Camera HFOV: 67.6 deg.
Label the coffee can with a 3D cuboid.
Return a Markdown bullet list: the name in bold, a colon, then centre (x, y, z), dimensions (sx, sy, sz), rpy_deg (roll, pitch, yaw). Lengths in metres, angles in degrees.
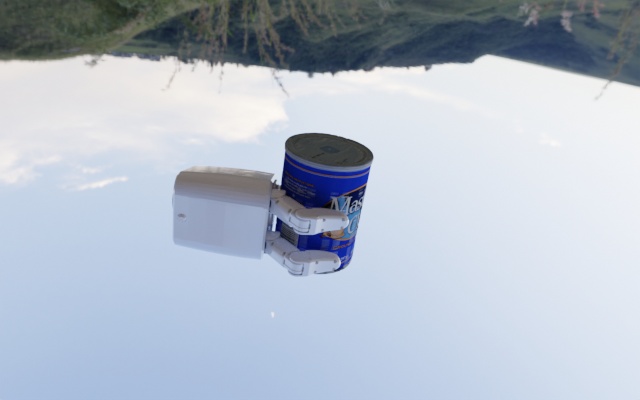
- **coffee can**: centre (0.000, 0.002, 0.574), dimensions (0.103, 0.140, 0.102), rpy_deg (8, 26, -4)
